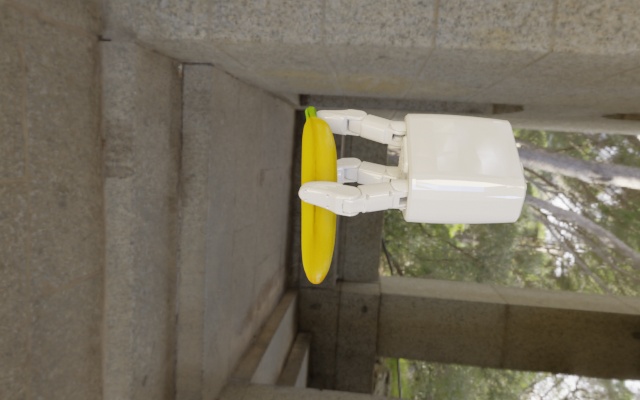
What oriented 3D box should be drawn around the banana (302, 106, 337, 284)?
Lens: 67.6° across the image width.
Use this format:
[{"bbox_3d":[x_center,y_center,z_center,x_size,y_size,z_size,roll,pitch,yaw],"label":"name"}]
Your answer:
[{"bbox_3d":[-0.001,0.001,0.502,0.037,0.198,0.069,1,9,2],"label":"banana"}]
